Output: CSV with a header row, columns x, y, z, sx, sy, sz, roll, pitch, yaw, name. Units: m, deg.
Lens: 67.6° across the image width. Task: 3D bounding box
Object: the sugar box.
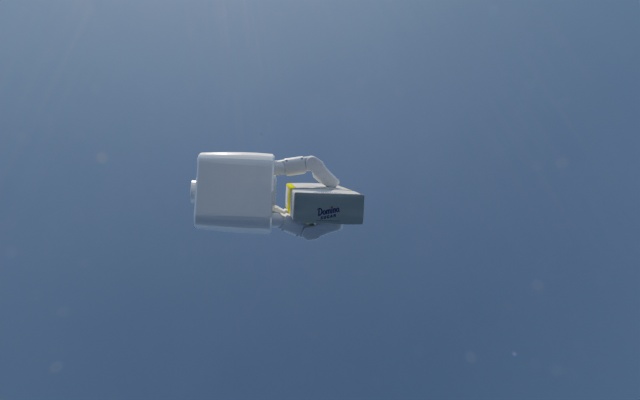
x,y,z,sx,sy,sz,roll,pitch,yaw,name
0.000,0.003,0.691,0.093,0.048,0.176,2,8,-7,sugar box
